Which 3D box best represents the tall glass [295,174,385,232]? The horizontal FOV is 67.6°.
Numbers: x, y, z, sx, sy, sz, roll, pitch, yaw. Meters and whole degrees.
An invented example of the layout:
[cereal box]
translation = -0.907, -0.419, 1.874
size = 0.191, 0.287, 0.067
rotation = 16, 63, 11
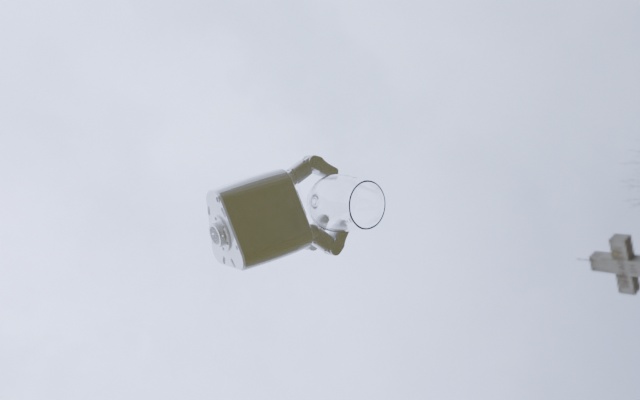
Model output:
[tall glass]
translation = 0.000, 0.002, 0.674
size = 0.079, 0.079, 0.201
rotation = 0, 2, -37
